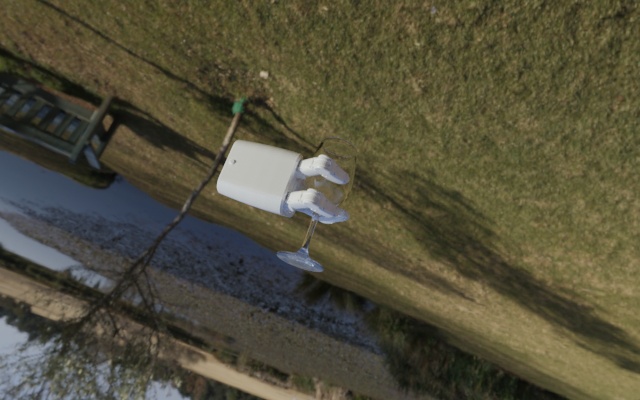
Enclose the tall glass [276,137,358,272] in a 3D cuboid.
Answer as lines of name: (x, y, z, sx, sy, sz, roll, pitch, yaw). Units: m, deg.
tall glass: (0.000, 0.003, 0.735, 0.079, 0.201, 0.079, 17, -20, 7)
